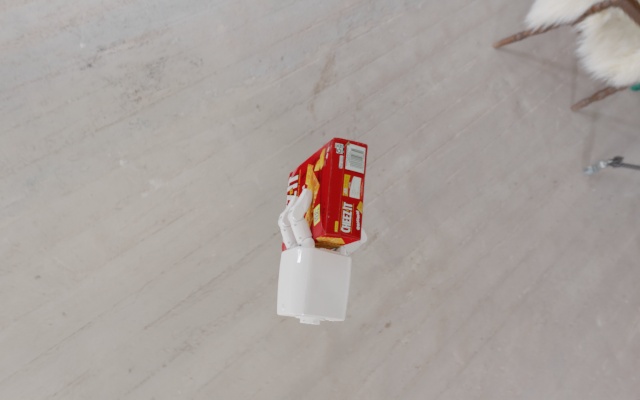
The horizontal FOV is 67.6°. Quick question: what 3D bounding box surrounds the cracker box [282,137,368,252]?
[{"bbox_3d":[0.000,0.003,0.840,0.072,0.164,0.214,12,-17,-21],"label":"cracker box"}]
